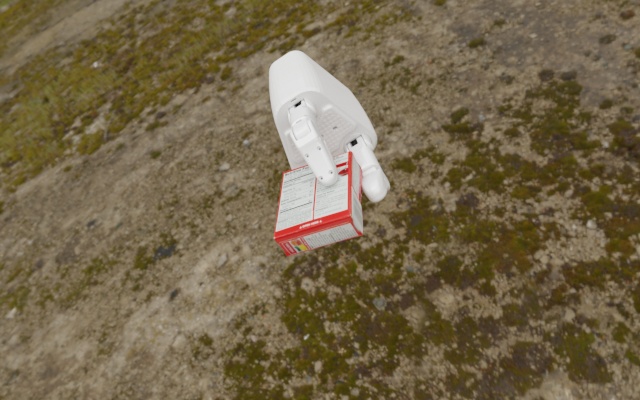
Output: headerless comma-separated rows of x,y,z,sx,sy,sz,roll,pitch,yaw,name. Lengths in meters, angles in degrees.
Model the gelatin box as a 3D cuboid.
0.000,0.001,0.431,0.073,0.089,0.030,-18,-50,19,gelatin box
